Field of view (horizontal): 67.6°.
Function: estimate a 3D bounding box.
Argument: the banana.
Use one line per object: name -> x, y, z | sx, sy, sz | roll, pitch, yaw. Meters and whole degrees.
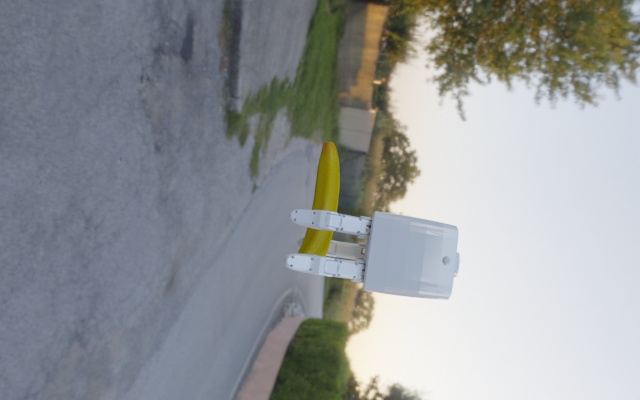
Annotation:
banana -> 0.001, 0.015, 0.646 | 0.037, 0.197, 0.070 | 7, -31, 11
